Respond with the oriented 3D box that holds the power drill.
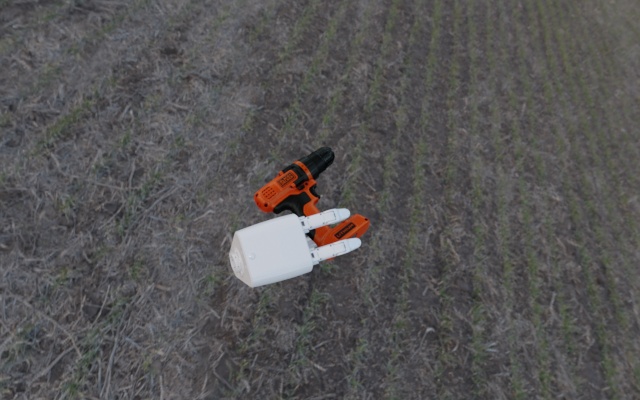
[{"bbox_3d":[0.000,0.003,0.880,0.184,0.187,0.057,-38,-20,-19],"label":"power drill"}]
